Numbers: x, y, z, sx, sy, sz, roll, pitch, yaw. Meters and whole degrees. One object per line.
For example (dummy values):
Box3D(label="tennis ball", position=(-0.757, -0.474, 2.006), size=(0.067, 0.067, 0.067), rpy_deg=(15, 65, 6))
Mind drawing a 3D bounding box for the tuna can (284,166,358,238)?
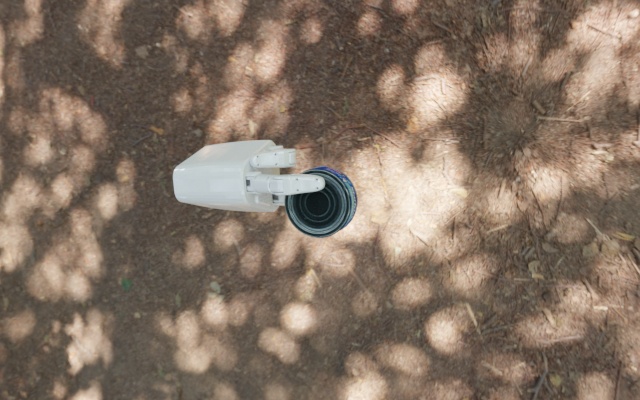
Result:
Box3D(label="tuna can", position=(0.000, 0.002, 0.583), size=(0.086, 0.086, 0.033), rpy_deg=(0, 7, 17))
